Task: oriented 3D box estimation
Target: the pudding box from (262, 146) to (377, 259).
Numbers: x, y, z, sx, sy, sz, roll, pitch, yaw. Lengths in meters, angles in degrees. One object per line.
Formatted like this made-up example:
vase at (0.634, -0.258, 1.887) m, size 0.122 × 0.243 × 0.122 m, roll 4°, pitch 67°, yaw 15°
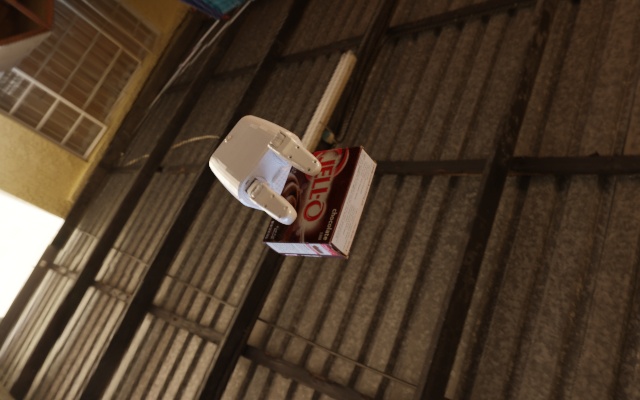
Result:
pudding box at (0.000, 0.002, 0.491) m, size 0.090 × 0.113 × 0.039 m, roll -3°, pitch -30°, yaw 41°
